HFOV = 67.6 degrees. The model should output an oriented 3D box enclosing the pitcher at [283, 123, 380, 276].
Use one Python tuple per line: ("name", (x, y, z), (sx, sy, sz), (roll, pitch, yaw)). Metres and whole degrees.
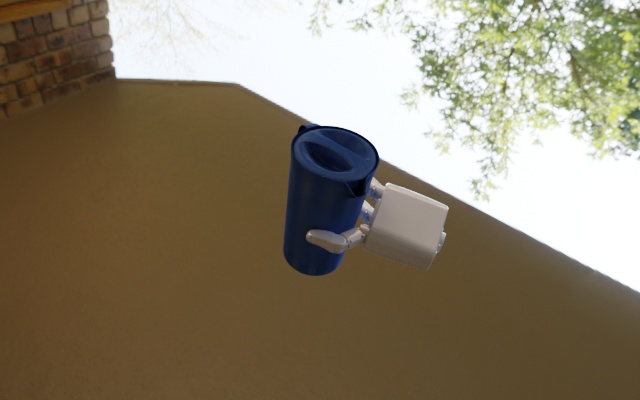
("pitcher", (0.000, 0.003, 0.785), (0.145, 0.243, 0.149), (19, 42, 6))
